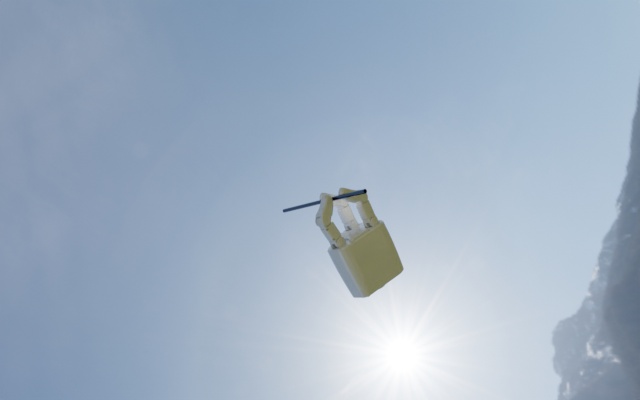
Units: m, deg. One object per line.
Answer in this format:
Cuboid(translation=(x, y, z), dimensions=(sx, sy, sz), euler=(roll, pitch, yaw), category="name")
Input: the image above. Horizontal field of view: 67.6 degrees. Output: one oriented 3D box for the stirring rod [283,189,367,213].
Cuboid(translation=(0.000, 0.003, 0.888), dimensions=(0.011, 0.011, 0.239), euler=(0, -9, -39), category="stirring rod")
